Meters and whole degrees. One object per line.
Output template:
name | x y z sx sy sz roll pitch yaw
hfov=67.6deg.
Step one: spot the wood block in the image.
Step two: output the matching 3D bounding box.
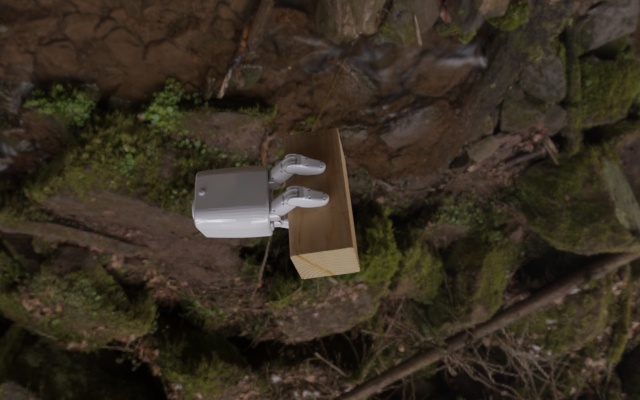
wood block | 0.000 0.003 0.726 0.090 0.206 0.091 -9 -31 6
